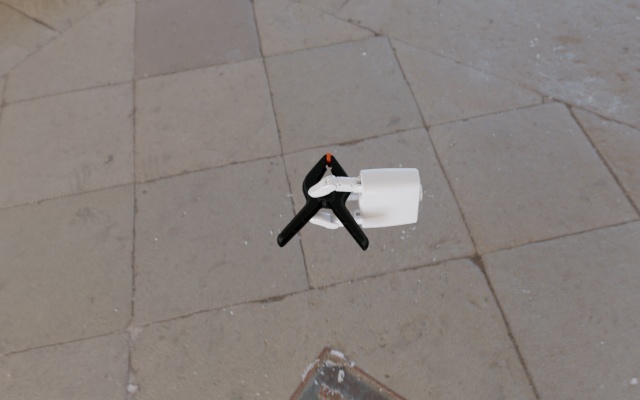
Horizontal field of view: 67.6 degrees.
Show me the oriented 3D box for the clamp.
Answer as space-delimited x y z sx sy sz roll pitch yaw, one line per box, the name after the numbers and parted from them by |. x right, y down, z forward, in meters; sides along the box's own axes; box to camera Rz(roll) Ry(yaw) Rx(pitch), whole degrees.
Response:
0.000 0.002 0.899 0.164 0.209 0.036 -3 -31 0 | clamp
